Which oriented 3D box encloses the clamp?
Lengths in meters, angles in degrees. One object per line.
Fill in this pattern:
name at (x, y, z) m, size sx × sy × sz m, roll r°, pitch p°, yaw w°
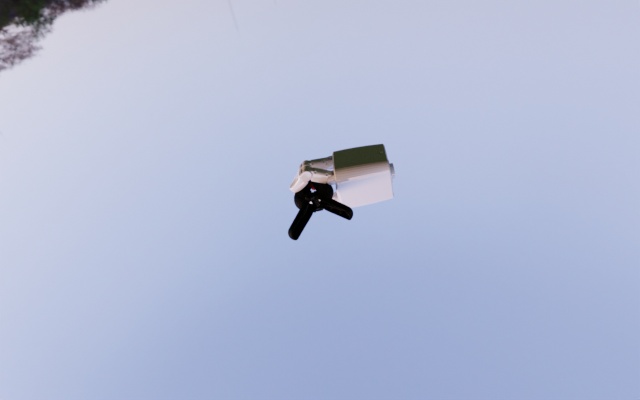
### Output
clamp at (0.000, 0.003, 0.894) m, size 0.120 × 0.039 × 0.171 m, roll -11°, pitch 37°, yaw 8°
